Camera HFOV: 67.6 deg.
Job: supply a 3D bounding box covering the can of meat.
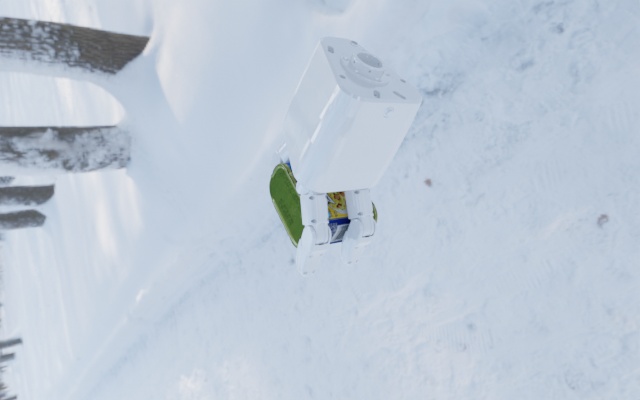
[{"bbox_3d":[0.000,0.002,0.529,0.084,0.102,0.057,-6,-37,-35],"label":"can of meat"}]
